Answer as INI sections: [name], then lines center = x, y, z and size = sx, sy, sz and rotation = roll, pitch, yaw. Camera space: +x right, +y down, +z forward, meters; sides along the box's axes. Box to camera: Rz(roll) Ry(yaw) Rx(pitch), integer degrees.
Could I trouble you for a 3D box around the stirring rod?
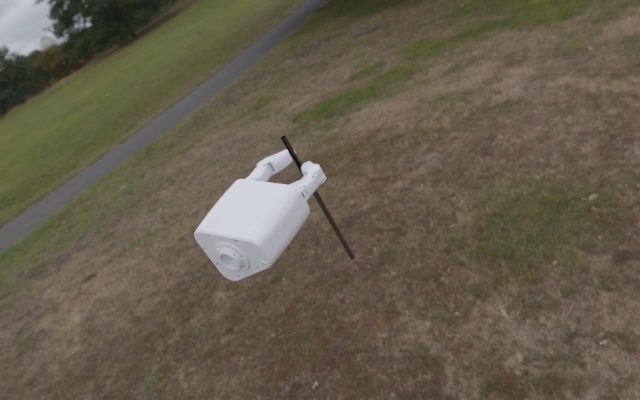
[stirring rod]
center = 0.000, 0.003, 0.735
size = 0.011, 0.240, 0.011
rotation = -23, 28, 13
